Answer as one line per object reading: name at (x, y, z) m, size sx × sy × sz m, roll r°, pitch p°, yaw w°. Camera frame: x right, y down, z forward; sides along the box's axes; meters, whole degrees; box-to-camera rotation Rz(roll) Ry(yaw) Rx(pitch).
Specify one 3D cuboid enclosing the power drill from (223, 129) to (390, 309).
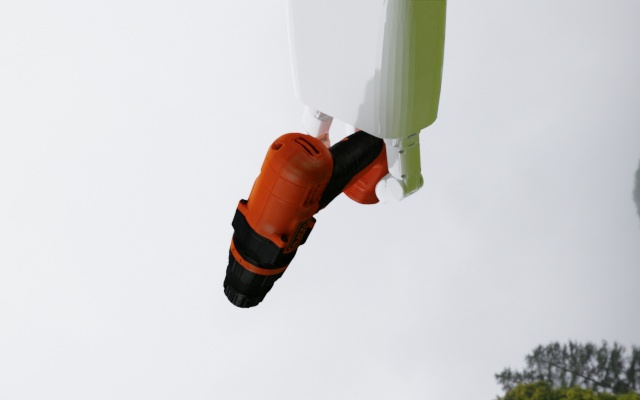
power drill at (0.000, 0.001, 0.419) m, size 0.057 × 0.184 × 0.187 m, roll 41°, pitch 43°, yaw 13°
